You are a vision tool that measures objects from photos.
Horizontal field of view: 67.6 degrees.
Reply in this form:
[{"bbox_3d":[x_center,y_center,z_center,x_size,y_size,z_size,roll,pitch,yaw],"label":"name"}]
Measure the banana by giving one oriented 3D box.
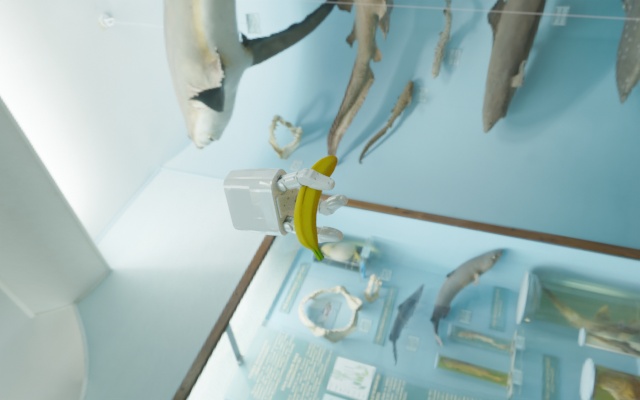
[{"bbox_3d":[-0.010,-0.002,0.803,0.037,0.197,0.070,-6,-29,33],"label":"banana"}]
